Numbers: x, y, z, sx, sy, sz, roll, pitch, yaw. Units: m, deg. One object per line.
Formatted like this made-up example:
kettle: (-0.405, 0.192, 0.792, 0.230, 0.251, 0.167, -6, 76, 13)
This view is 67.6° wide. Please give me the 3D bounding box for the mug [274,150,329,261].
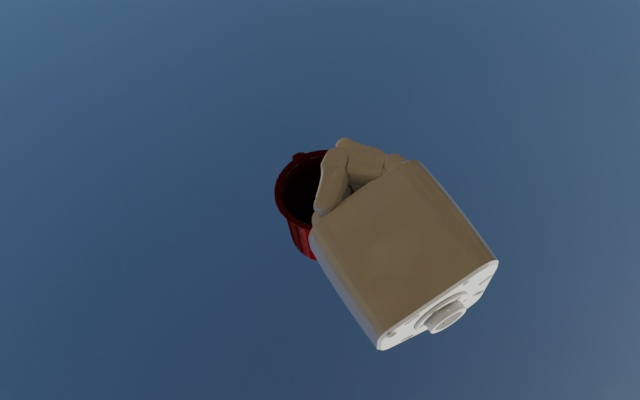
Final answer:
mug: (-0.001, 0.001, 0.488, 0.093, 0.117, 0.082, -26, -32, -12)
